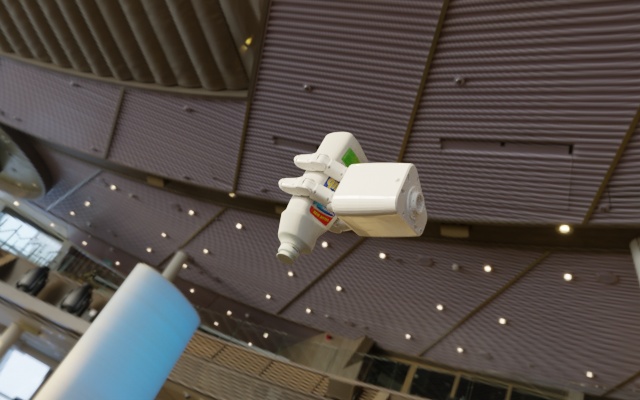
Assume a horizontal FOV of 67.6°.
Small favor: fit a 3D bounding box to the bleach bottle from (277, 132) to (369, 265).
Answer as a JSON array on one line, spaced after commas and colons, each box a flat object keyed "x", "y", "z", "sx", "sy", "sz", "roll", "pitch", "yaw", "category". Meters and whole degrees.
[{"x": 0.000, "y": 0.002, "z": 0.788, "sx": 0.068, "sy": 0.250, "sz": 0.103, "roll": 0, "pitch": -43, "yaw": 35, "category": "bleach bottle"}]
